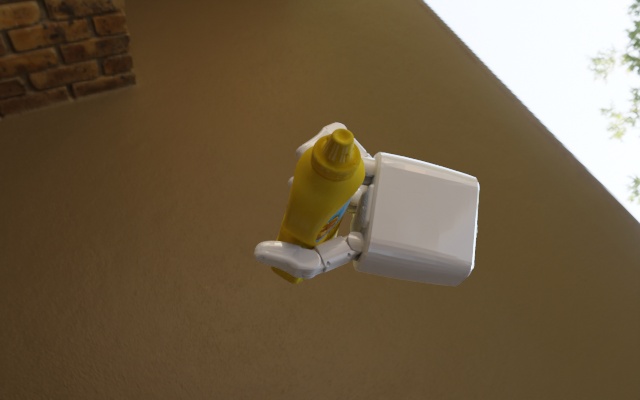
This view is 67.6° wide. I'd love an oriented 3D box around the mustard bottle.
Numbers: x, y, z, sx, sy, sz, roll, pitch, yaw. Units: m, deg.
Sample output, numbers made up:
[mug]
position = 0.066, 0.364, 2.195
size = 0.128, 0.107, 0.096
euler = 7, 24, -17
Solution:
[mustard bottle]
position = 0.000, 0.001, 0.452
size = 0.058, 0.096, 0.192
euler = 32, -34, 8
